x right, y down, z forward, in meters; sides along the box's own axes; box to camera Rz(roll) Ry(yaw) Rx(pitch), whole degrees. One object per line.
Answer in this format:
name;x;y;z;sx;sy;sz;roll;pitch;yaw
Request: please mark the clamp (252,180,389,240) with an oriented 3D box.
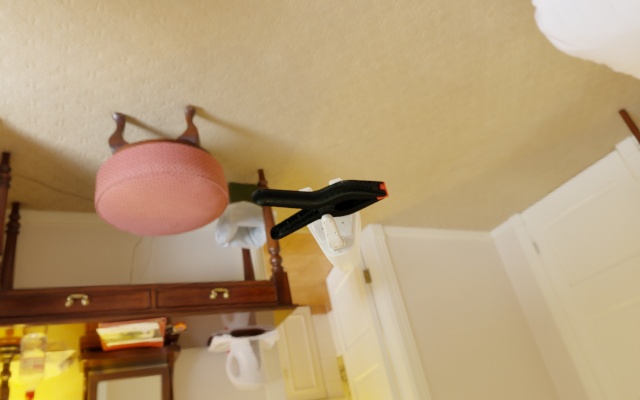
clamp;0.001;0.003;0.744;0.210;0.036;0.165;-16;-24;5
